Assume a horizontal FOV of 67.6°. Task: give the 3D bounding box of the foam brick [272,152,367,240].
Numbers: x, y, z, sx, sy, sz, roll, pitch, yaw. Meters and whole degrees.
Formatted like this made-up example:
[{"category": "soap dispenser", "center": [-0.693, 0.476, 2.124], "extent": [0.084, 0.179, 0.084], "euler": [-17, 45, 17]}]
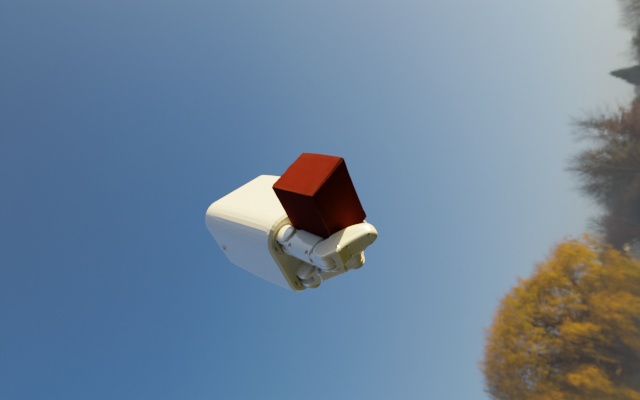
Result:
[{"category": "foam brick", "center": [0.000, 0.001, 0.450], "extent": [0.051, 0.078, 0.053], "euler": [15, 53, 39]}]
